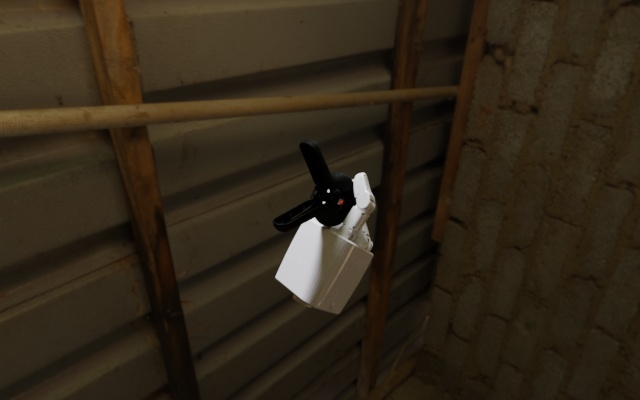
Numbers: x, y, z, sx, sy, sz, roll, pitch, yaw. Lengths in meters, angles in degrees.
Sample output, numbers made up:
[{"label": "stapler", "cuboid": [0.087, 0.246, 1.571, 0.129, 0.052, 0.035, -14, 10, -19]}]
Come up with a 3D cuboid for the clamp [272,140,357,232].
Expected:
[{"label": "clamp", "cuboid": [0.000, 0.002, 0.655, 0.039, 0.120, 0.171, 27, -4, 37]}]
